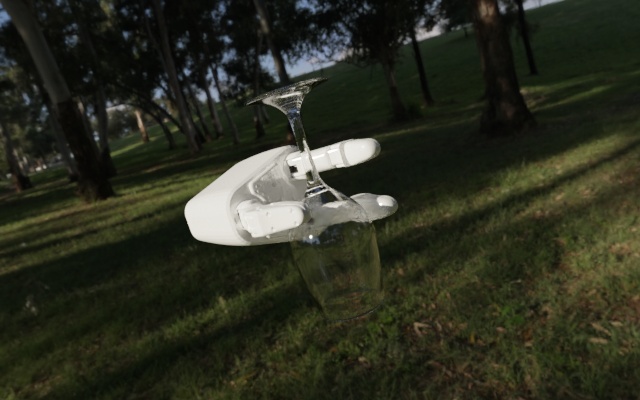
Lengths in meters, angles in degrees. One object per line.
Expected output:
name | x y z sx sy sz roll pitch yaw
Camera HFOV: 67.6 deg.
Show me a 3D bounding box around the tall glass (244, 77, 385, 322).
tall glass | 0.000 0.001 0.418 0.079 0.201 0.079 -17 9 3
